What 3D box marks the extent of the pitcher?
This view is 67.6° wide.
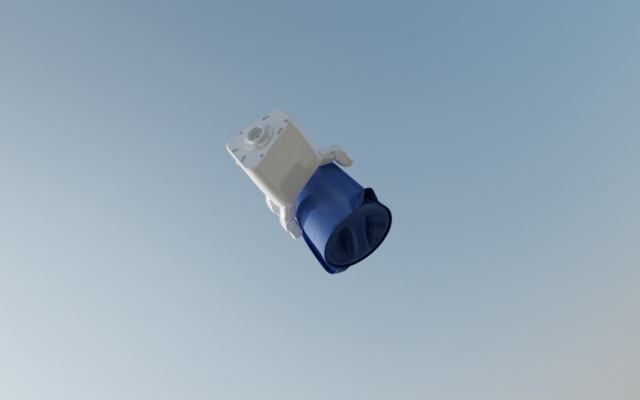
[{"bbox_3d":[0.000,0.003,0.846,0.242,0.149,0.145,48,-1,40],"label":"pitcher"}]
